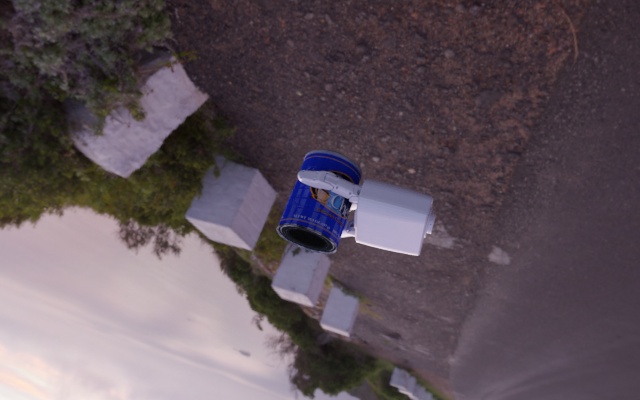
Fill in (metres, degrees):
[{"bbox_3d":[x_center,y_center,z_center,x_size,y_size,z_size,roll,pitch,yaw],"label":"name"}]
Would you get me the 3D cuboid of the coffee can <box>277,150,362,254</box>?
[{"bbox_3d":[0.000,0.002,0.783,0.103,0.140,0.103,17,-23,7],"label":"coffee can"}]
